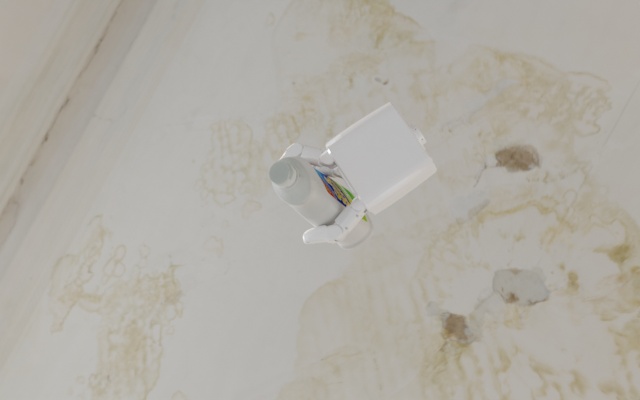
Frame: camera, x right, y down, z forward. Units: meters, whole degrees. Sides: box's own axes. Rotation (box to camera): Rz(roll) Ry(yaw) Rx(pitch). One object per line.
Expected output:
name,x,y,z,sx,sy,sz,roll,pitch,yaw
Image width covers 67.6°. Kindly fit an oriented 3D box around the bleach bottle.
bleach bottle,0.000,0.002,0.681,0.068,0.102,0.251,-34,-23,11
